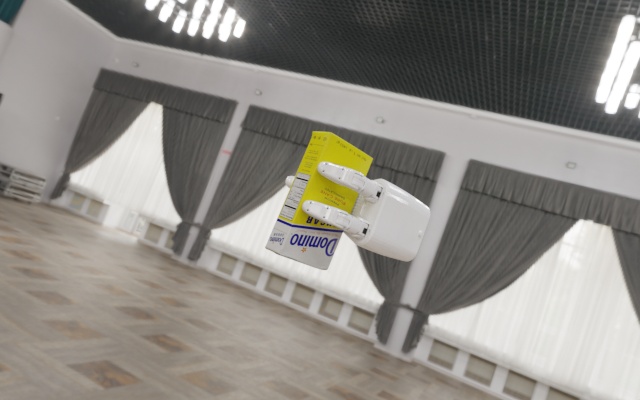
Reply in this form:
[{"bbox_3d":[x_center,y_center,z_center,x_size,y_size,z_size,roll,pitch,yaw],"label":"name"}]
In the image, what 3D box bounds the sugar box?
[{"bbox_3d":[0.001,0.002,0.663,0.093,0.176,0.048,25,-7,-39],"label":"sugar box"}]
